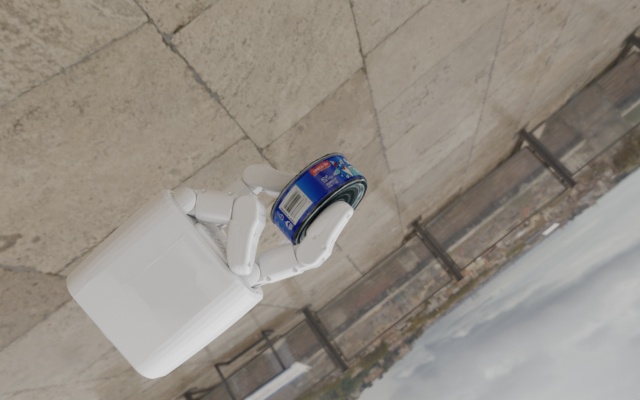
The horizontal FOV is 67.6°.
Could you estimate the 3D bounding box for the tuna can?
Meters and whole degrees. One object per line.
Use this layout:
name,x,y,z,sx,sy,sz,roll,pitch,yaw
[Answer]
tuna can,0.000,0.002,0.415,0.033,0.086,0.086,46,19,19
